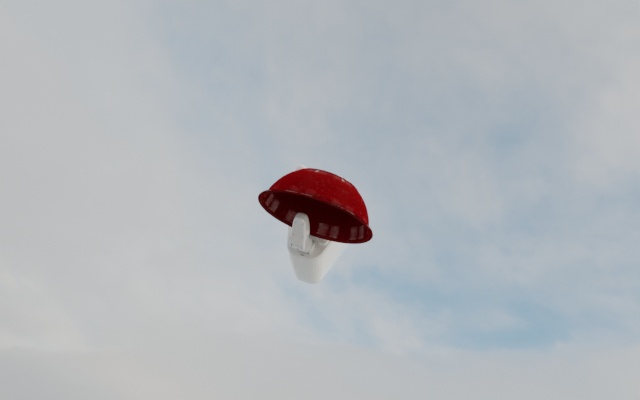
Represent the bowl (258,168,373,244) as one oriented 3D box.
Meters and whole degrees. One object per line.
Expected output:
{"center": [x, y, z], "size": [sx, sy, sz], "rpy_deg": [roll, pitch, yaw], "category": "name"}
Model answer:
{"center": [0.000, 0.001, 0.645], "size": [0.162, 0.055, 0.162], "rpy_deg": [18, -19, 6], "category": "bowl"}
